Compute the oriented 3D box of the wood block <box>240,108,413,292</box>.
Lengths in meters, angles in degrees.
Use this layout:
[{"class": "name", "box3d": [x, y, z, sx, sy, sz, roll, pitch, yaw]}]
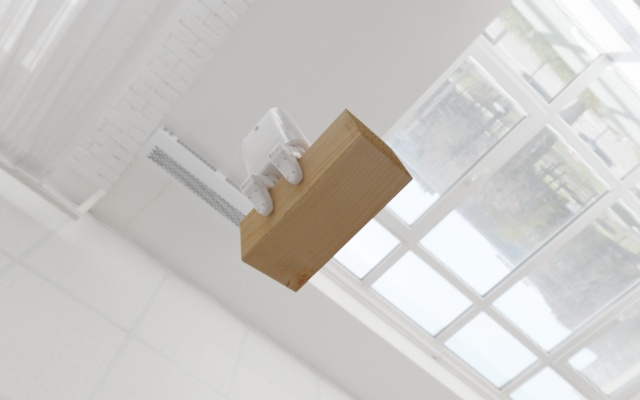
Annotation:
[{"class": "wood block", "box3d": [0.000, 0.002, 0.593, 0.091, 0.206, 0.090, 35, 18, -27]}]
